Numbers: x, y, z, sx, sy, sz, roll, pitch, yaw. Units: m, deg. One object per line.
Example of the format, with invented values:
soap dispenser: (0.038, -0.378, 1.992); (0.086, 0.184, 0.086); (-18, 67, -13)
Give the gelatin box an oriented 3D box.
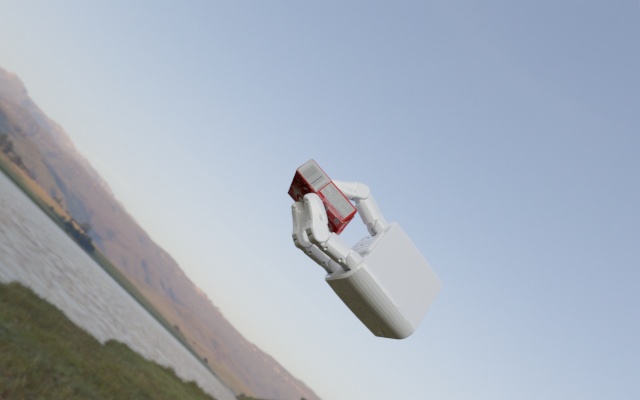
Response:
gelatin box: (0.000, 0.001, 0.601); (0.030, 0.089, 0.073); (-37, -10, -23)
